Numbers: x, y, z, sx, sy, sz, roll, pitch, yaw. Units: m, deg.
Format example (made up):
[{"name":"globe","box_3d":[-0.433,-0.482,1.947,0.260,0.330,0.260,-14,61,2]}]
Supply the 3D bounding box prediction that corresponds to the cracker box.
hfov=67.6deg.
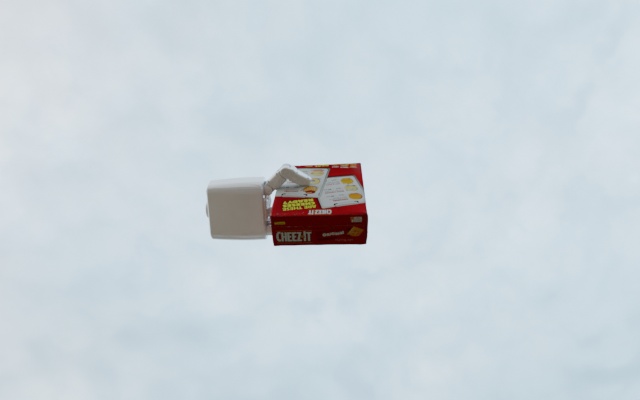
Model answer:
[{"name":"cracker box","box_3d":[0.000,0.003,0.891,0.164,0.072,0.213,-2,28,2]}]
